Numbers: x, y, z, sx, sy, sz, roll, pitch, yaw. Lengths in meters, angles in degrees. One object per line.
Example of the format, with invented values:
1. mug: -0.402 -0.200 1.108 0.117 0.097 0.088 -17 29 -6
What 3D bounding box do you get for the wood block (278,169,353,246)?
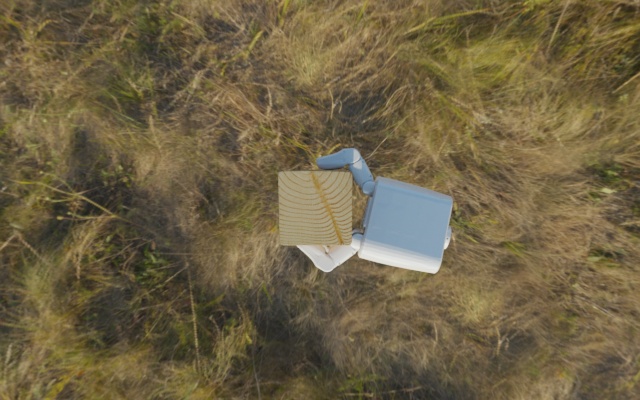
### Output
1. wood block: 0.000 0.002 0.669 0.090 0.091 0.206 0 4 4
